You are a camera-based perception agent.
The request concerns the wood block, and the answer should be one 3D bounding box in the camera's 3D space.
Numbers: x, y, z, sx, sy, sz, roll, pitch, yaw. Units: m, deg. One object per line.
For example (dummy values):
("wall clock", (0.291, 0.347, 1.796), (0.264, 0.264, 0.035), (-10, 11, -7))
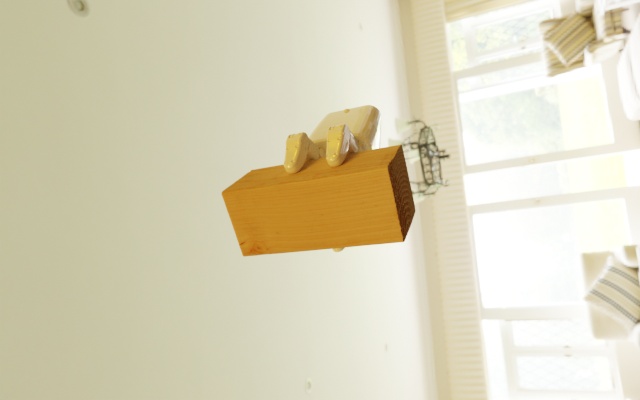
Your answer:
("wood block", (0.000, 0.002, 0.581), (0.206, 0.091, 0.090), (-8, 20, 23))
